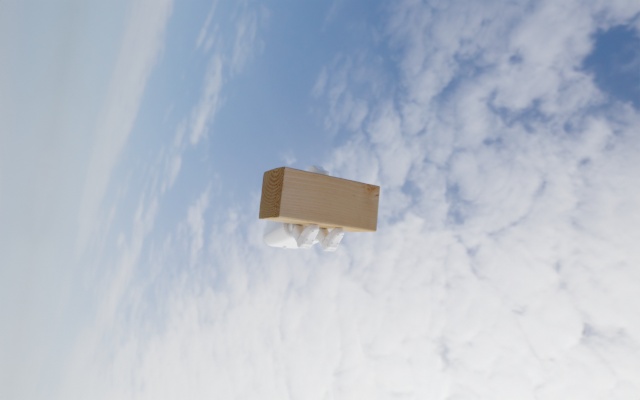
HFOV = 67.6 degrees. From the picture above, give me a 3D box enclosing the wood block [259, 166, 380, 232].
[{"bbox_3d":[0.000,0.003,0.893,0.206,0.091,0.090,10,-9,-30],"label":"wood block"}]
